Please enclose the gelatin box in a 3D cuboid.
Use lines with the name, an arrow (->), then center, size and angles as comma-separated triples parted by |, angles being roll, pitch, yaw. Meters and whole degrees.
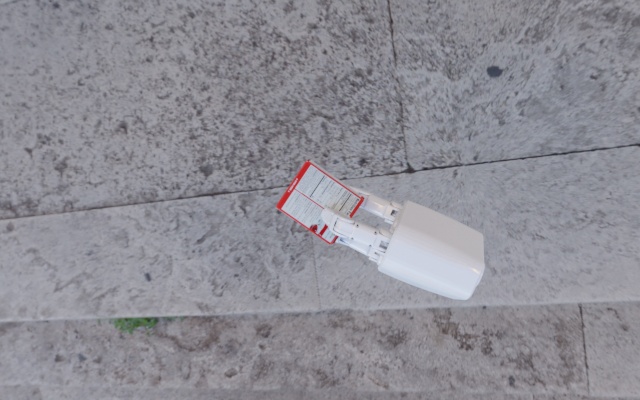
gelatin box -> 0.000, 0.002, 0.609 | 0.089, 0.073, 0.030 | 34, 10, 1
